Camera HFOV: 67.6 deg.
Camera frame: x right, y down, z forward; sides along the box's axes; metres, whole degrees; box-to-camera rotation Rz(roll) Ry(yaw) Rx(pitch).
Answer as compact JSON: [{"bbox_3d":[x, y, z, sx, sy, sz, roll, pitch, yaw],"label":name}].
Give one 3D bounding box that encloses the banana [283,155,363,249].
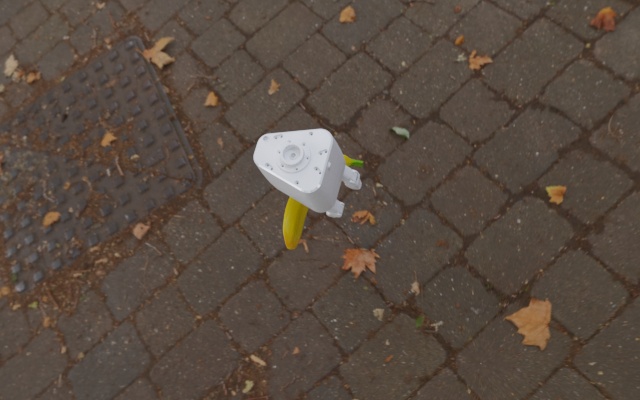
[{"bbox_3d":[-0.012,-0.011,0.808,0.069,0.198,0.037,39,-6,8],"label":"banana"}]
